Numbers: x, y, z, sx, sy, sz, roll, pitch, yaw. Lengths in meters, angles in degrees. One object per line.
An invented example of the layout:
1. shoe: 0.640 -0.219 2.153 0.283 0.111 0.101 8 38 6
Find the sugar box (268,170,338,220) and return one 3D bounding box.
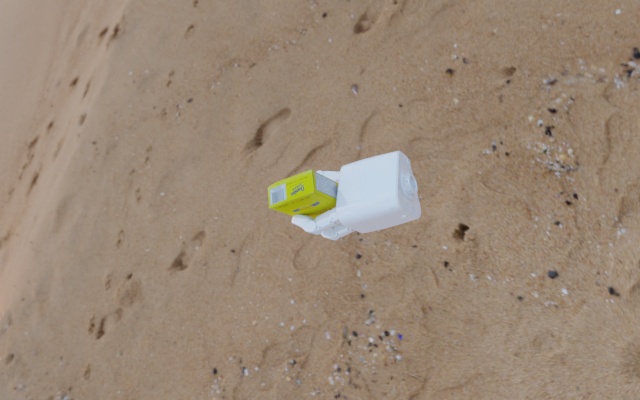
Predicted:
1. sugar box: 0.000 0.003 0.821 0.093 0.048 0.176 -18 -25 30
